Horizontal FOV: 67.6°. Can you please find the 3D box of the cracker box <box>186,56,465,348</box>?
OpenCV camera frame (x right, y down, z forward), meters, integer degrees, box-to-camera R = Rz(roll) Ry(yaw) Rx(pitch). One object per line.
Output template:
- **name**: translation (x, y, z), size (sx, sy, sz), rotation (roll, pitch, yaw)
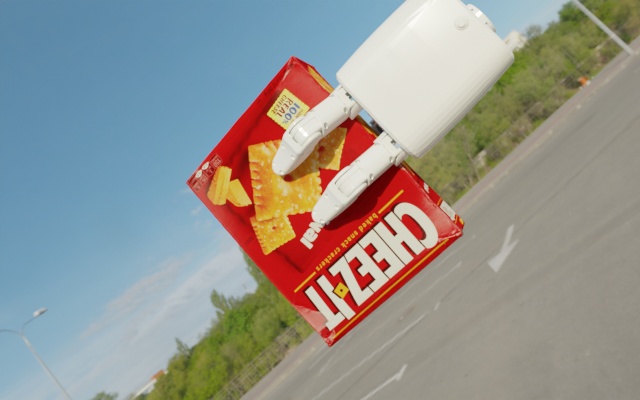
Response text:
- **cracker box**: translation (0.000, 0.001, 0.450), size (0.164, 0.213, 0.072), rotation (-45, -8, 17)
